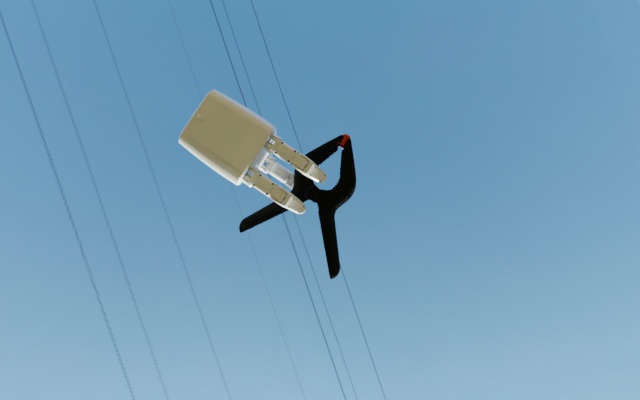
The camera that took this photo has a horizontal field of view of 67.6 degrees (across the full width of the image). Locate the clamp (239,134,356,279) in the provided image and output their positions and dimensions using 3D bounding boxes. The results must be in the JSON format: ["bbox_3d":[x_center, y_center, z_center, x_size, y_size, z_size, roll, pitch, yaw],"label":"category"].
[{"bbox_3d":[0.000,0.002,0.716,0.164,0.210,0.036,34,0,0],"label":"clamp"}]
